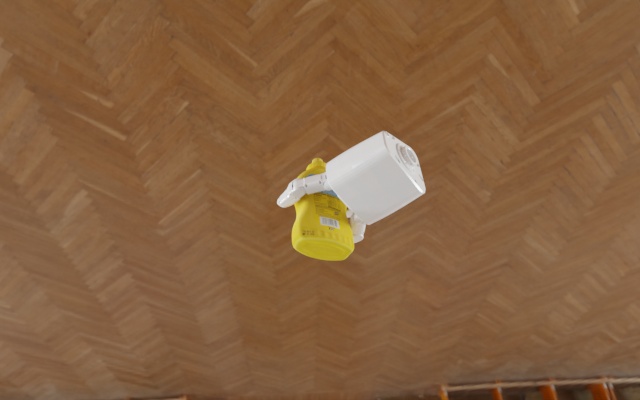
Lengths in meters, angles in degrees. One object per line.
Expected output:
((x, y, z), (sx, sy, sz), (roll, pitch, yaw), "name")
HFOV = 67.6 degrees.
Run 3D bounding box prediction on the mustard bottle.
((0.000, 0.003, 0.786), (0.096, 0.191, 0.058), (14, -43, -21), "mustard bottle")
